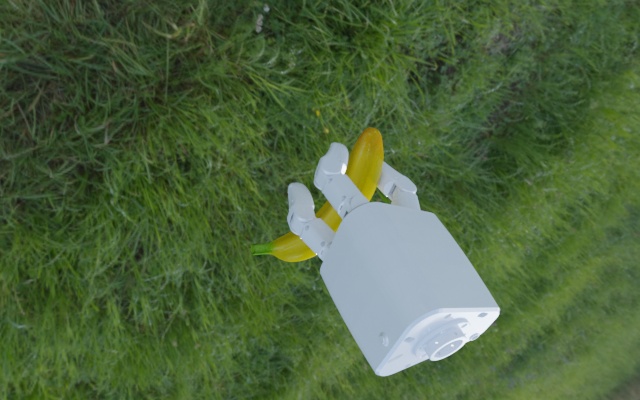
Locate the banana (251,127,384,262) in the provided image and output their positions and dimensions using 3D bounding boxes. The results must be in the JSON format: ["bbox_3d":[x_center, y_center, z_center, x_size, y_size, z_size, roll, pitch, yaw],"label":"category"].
[{"bbox_3d":[0.011,0.009,0.504,0.070,0.037,0.198,20,-57,-43],"label":"banana"}]
